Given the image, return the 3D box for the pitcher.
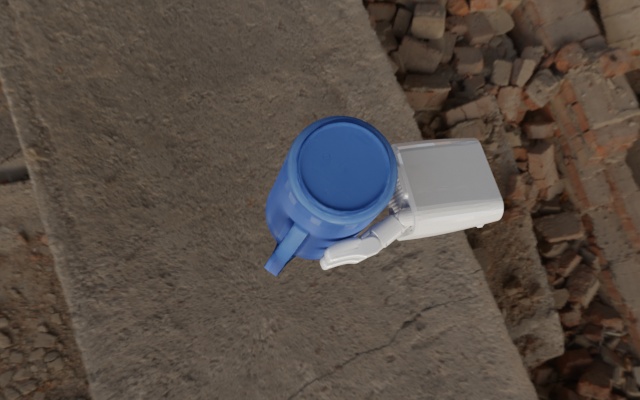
[{"bbox_3d":[0.000,0.002,0.557,0.145,0.149,0.243,-7,-11,-9],"label":"pitcher"}]
